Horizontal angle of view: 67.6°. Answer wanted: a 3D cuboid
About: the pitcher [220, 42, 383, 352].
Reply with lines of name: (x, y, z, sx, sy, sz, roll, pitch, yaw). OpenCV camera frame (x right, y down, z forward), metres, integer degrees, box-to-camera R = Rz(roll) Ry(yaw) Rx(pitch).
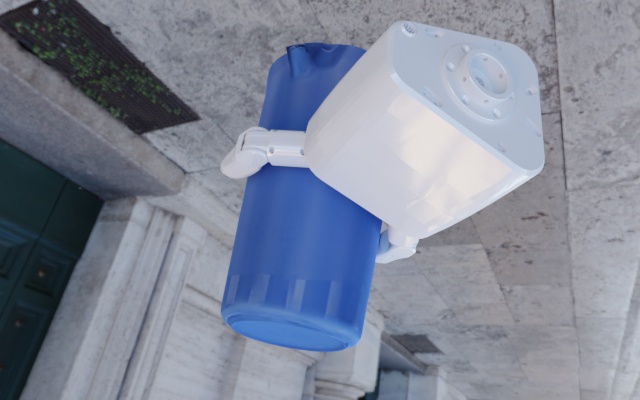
pitcher: (0.000, 0.001, 0.418, 0.149, 0.242, 0.145, 20, -29, -17)
